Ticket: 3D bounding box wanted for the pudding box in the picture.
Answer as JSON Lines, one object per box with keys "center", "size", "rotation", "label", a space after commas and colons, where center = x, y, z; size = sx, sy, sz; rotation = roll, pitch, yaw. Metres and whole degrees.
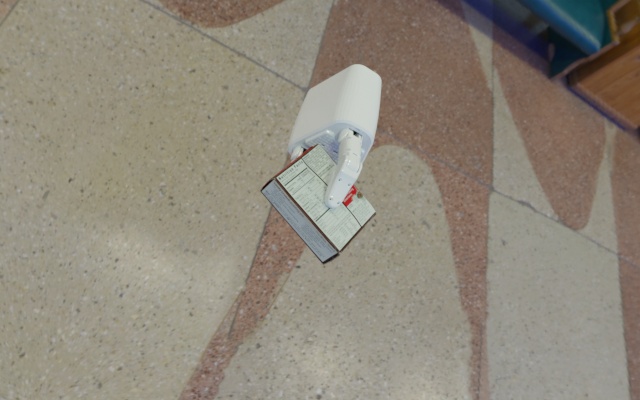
{"center": [0.000, 0.002, 0.548], "size": [0.090, 0.113, 0.039], "rotation": [-42, 1, -41], "label": "pudding box"}
